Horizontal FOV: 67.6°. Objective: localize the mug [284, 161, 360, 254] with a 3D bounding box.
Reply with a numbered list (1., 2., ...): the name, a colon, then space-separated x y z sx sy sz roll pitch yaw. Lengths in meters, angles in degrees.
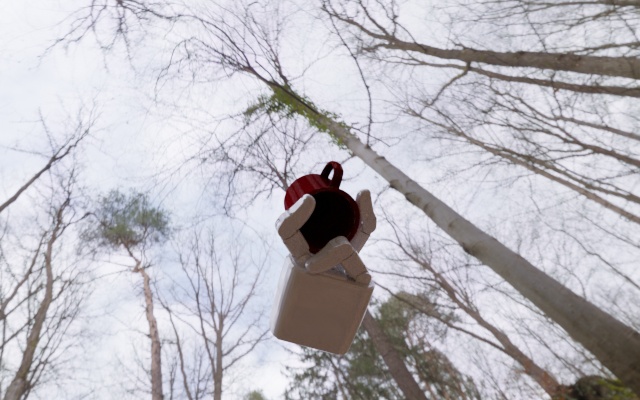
1. mug: 0.000 0.001 0.636 0.093 0.117 0.081 13 17 -19
